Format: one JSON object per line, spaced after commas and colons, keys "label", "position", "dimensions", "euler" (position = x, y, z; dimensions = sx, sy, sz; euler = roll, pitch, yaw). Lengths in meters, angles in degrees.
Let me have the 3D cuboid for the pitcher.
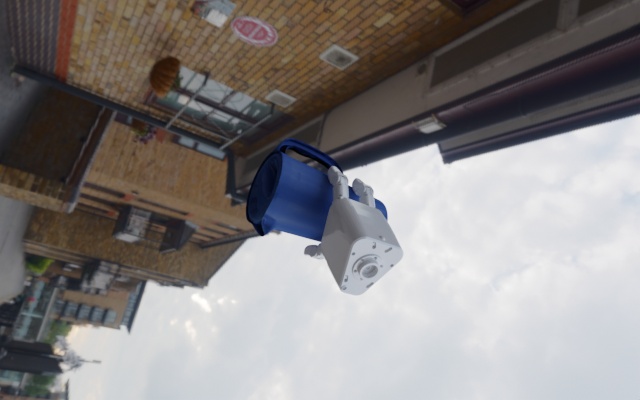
{"label": "pitcher", "position": [0.000, 0.003, 0.865], "dimensions": [0.243, 0.149, 0.145], "euler": [21, 21, -26]}
